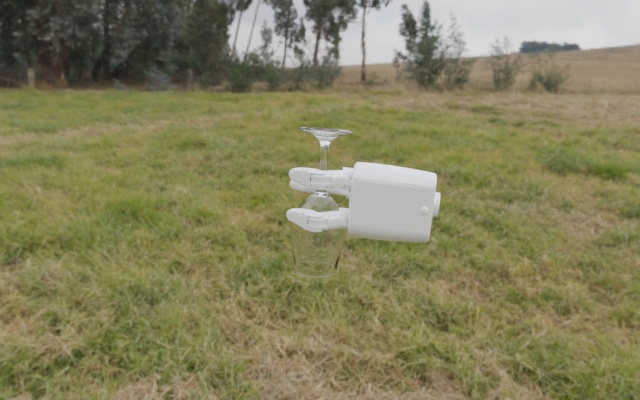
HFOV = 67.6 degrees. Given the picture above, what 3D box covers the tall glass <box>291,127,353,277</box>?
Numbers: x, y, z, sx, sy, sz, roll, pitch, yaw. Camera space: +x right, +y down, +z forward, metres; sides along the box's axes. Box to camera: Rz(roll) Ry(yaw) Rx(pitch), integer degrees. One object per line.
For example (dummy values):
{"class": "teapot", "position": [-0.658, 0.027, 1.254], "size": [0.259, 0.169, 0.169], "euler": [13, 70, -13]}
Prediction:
{"class": "tall glass", "position": [0.000, 0.001, 0.664], "size": [0.079, 0.201, 0.079], "euler": [5, 12, -1]}
